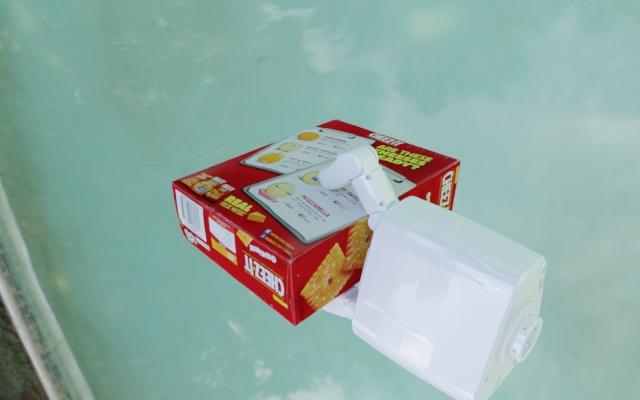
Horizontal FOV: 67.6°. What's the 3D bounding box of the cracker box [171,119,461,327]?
[{"bbox_3d":[0.000,0.001,0.446,0.213,0.072,0.164,-27,39,-37],"label":"cracker box"}]
